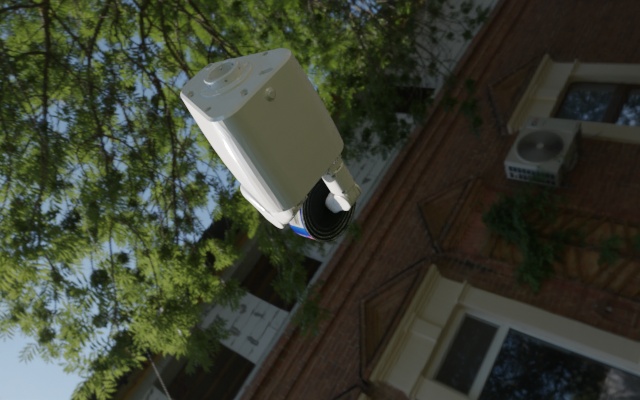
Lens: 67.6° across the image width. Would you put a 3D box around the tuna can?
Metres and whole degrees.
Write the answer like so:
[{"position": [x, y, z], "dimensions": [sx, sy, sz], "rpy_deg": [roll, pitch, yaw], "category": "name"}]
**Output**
[{"position": [0.000, 0.002, 0.537], "dimensions": [0.033, 0.086, 0.086], "rpy_deg": [12, 8, 44], "category": "tuna can"}]
